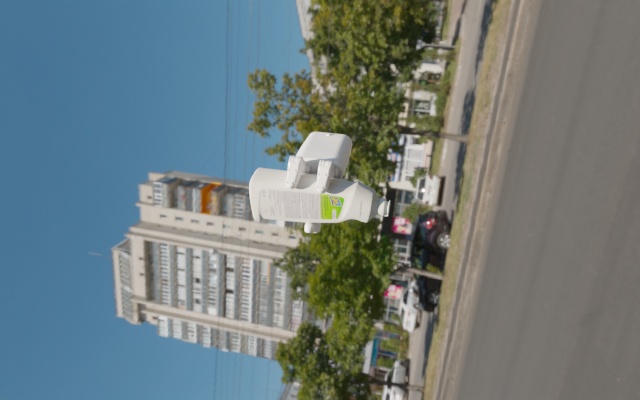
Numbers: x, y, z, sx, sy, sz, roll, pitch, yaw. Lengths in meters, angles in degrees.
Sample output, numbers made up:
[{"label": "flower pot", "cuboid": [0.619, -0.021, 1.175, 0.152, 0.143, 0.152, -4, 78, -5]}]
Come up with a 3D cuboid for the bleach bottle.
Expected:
[{"label": "bleach bottle", "cuboid": [0.000, 0.003, 0.872, 0.251, 0.103, 0.068, 8, 41, 12]}]
